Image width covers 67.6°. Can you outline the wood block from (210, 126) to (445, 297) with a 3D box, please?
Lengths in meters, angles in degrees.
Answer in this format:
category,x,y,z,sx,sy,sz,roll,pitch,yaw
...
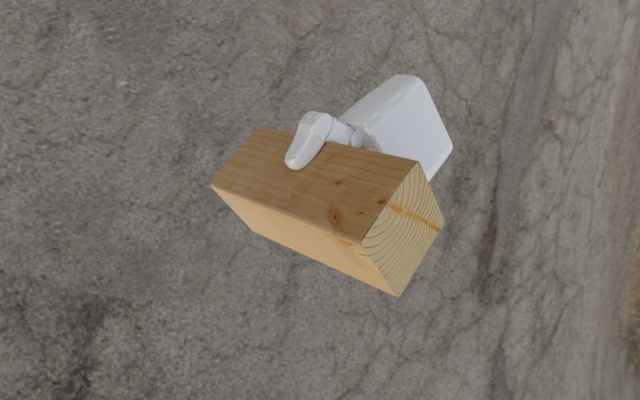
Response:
category,x,y,z,sx,sy,sz,roll,pitch,yaw
wood block,0.000,0.001,0.468,0.206,0.090,0.091,18,-27,42
